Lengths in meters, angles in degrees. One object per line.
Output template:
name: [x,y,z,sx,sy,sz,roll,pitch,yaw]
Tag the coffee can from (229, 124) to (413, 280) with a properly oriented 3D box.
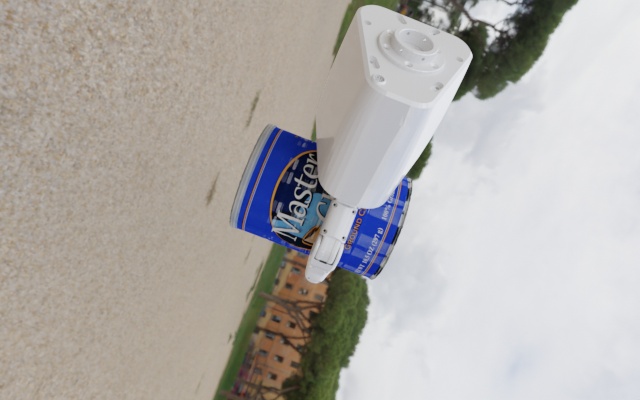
coffee can: [0.000,0.002,0.445,0.140,0.103,0.103,21,-1,-2]
